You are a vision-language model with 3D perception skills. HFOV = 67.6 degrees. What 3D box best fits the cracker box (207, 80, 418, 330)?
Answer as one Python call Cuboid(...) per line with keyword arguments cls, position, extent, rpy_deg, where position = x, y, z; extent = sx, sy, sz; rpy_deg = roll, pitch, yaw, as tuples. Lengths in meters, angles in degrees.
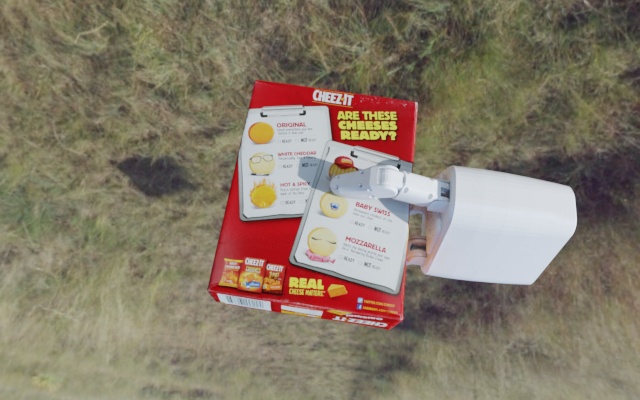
Cuboid(cls="cracker box", position=(0.000, 0.002, 0.454), extent=(0.164, 0.213, 0.072), rpy_deg=(8, -23, 0))
